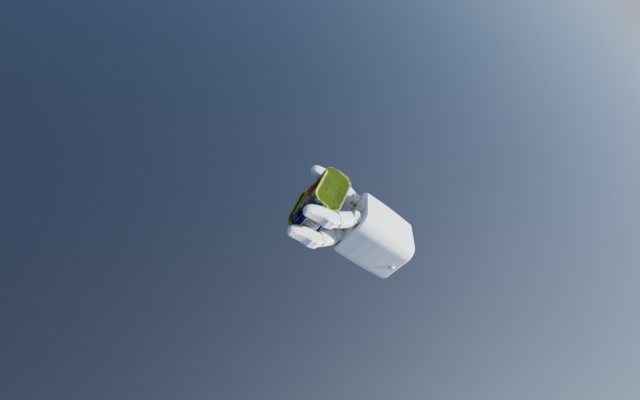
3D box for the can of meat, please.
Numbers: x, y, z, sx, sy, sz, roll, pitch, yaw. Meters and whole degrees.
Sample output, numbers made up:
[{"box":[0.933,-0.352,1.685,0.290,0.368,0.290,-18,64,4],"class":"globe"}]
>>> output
[{"box":[0.000,0.002,0.799,0.057,0.102,0.084,36,-49,-8],"class":"can of meat"}]
